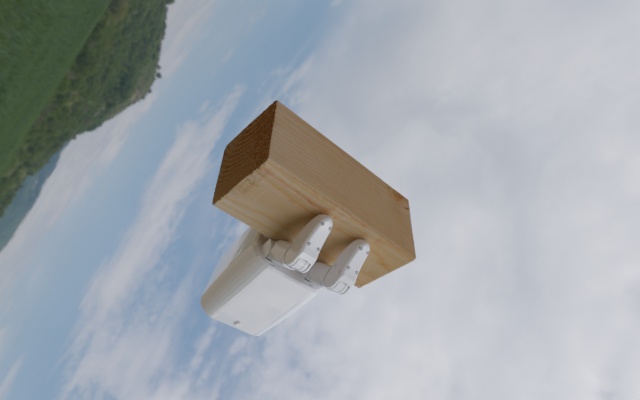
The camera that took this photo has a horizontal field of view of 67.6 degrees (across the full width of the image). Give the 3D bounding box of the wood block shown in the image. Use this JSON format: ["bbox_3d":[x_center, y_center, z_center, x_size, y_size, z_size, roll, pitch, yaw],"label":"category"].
[{"bbox_3d":[0.000,0.002,0.515,0.206,0.090,0.090,34,-52,-30],"label":"wood block"}]
